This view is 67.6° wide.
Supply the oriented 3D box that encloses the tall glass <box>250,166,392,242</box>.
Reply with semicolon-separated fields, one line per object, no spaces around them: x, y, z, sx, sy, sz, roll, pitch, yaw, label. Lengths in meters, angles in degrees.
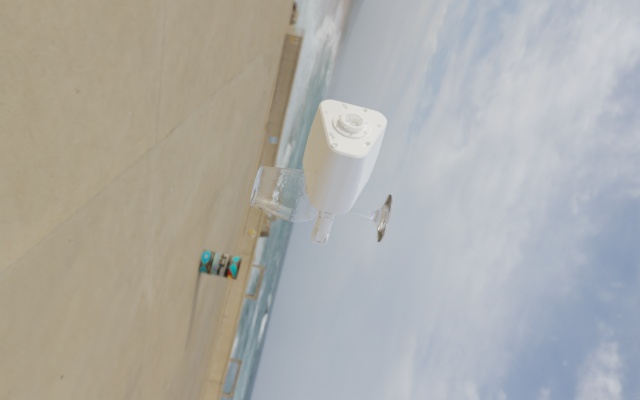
0.001;0.003;0.710;0.201;0.079;0.079;14;-1;-3;tall glass
